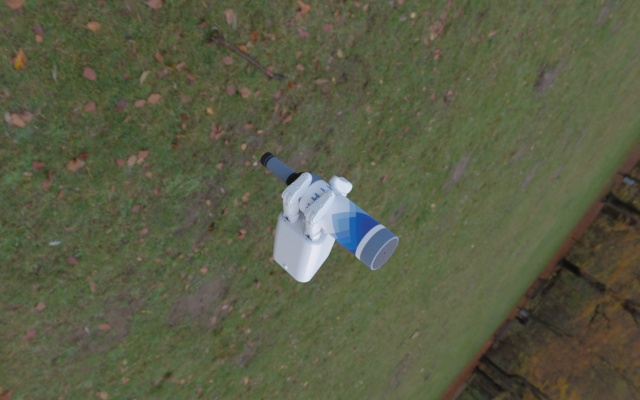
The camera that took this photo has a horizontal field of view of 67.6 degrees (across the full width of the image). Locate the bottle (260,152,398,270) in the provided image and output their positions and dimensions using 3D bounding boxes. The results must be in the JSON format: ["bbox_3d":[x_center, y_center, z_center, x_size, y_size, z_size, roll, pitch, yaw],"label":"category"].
[{"bbox_3d":[0.000,0.003,0.825,0.295,0.069,0.069,39,20,27],"label":"bottle"}]
